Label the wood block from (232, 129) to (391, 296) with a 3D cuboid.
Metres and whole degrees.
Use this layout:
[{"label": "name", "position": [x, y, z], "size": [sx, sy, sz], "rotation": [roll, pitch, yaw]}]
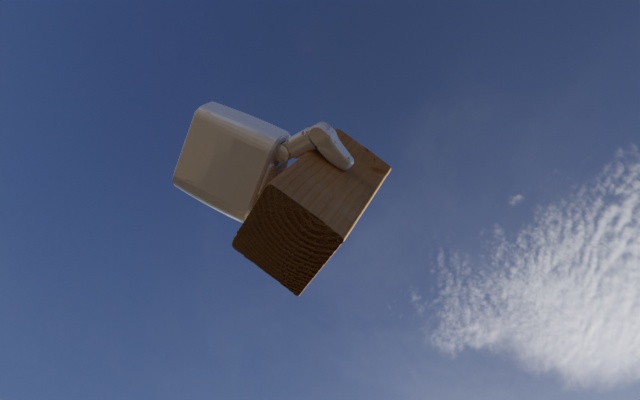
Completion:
[{"label": "wood block", "position": [0.000, 0.001, 0.545], "size": [0.090, 0.091, 0.206], "rotation": [37, 31, 3]}]
